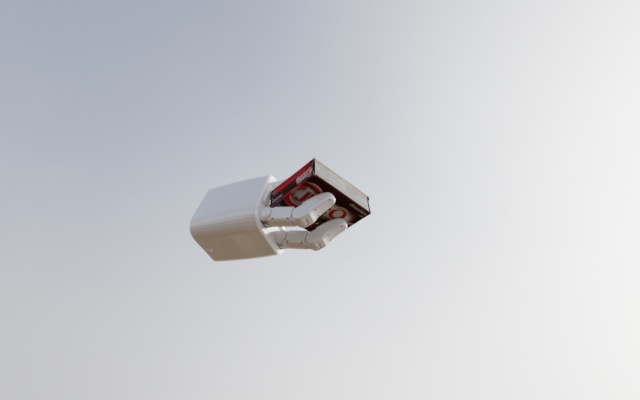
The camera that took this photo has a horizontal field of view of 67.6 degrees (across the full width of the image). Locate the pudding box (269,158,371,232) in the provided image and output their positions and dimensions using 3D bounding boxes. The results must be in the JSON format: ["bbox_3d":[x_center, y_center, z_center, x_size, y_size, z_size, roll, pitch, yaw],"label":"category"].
[{"bbox_3d":[0.000,0.002,0.664,0.113,0.039,0.090,31,-50,-32],"label":"pudding box"}]
